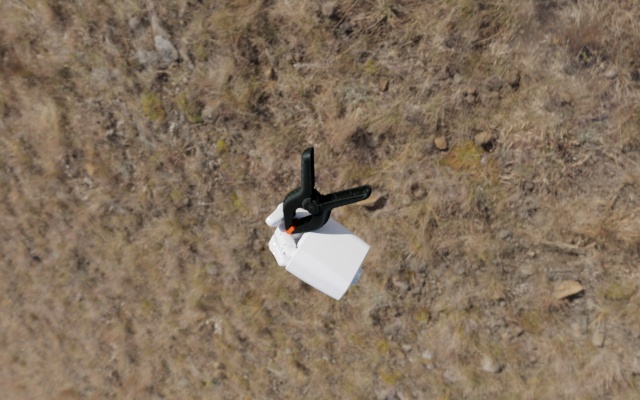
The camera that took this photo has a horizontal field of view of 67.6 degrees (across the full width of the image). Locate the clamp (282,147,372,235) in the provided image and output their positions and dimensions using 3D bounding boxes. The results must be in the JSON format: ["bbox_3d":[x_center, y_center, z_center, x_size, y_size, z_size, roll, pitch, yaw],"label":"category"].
[{"bbox_3d":[0.000,0.003,0.757,0.120,0.172,0.039,30,43,0],"label":"clamp"}]
